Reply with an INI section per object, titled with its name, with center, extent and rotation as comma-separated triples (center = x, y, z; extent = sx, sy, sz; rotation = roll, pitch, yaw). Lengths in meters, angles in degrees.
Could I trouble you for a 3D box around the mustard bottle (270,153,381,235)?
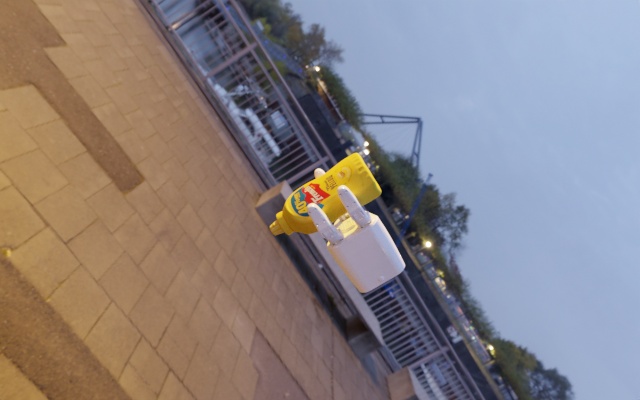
[mustard bottle]
center = 0.000, 0.002, 0.793
extent = 0.191, 0.096, 0.058
rotation = -32, -48, 7
